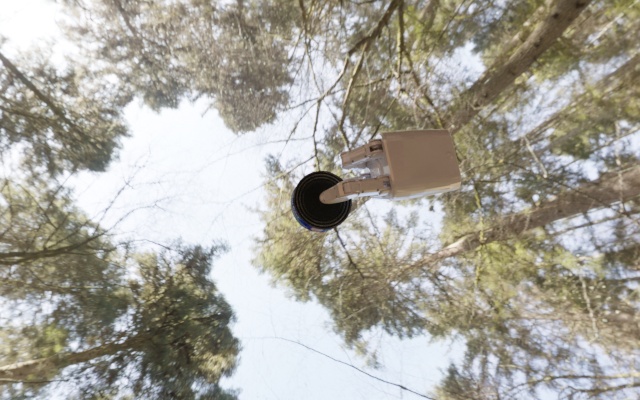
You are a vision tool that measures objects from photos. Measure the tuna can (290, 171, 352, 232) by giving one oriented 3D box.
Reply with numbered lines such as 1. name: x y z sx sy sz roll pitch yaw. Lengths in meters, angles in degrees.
1. tuna can: 0.000 0.002 0.692 0.086 0.086 0.034 0 -12 -14
